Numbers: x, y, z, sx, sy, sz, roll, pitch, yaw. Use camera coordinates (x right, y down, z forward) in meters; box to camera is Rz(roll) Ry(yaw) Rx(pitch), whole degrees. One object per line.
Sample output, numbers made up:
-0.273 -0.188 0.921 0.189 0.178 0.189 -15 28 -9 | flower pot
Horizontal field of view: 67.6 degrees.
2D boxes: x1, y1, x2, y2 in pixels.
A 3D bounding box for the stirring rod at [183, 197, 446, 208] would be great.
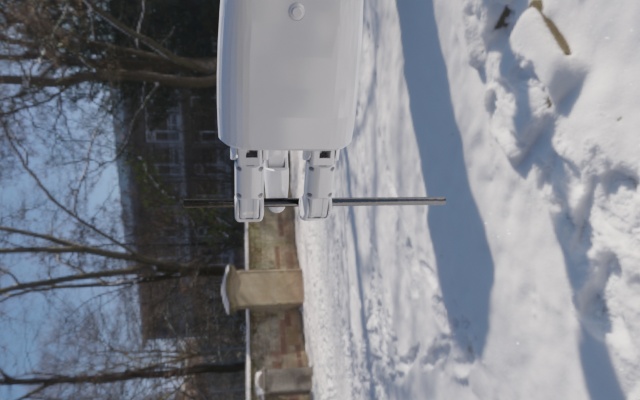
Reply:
0.000 0.001 0.435 0.239 0.011 0.011 -1 0 -10 | stirring rod
